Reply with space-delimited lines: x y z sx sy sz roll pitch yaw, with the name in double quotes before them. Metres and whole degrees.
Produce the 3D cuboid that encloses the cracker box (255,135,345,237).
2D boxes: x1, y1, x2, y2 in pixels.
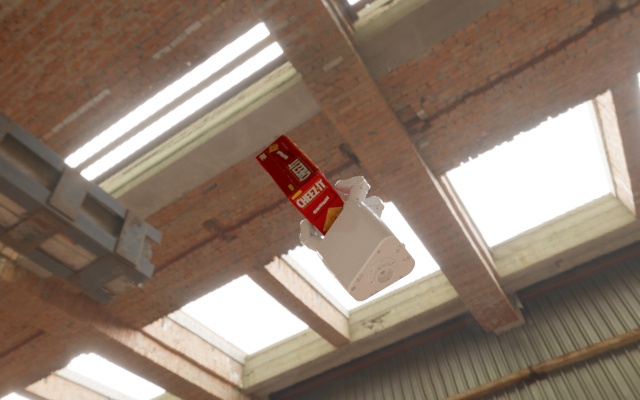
"cracker box" 0.000 0.003 0.822 0.214 0.072 0.164 49 -1 -37
